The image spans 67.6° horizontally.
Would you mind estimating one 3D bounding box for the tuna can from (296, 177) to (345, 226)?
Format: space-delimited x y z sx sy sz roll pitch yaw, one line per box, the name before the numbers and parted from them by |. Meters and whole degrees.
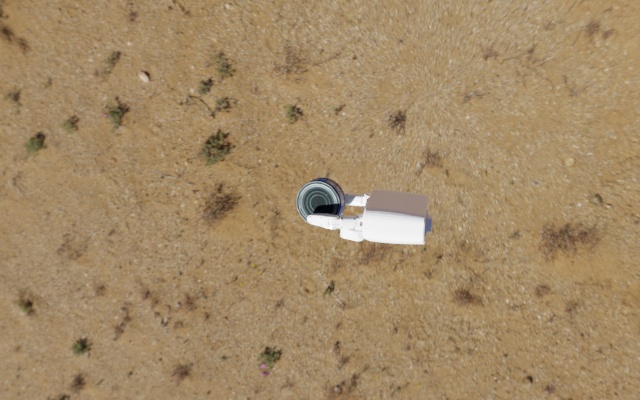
tuna can | 0.000 0.003 0.870 0.086 0.086 0.033 0 12 19
